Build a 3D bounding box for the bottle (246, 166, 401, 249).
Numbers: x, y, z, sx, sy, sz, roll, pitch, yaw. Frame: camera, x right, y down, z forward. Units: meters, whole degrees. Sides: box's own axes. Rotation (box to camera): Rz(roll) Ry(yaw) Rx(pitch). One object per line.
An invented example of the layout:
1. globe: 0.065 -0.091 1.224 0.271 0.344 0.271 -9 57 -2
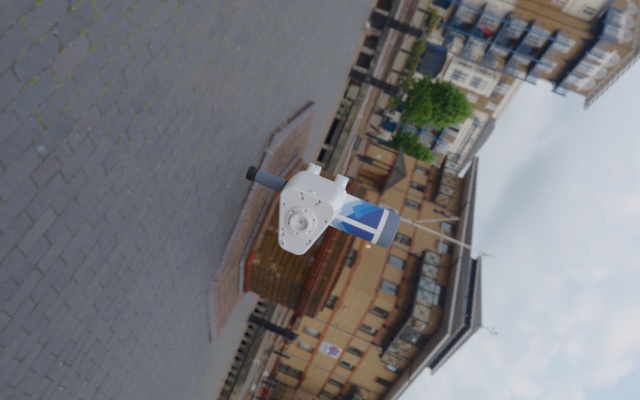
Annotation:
1. bottle: 0.000 0.003 0.890 0.295 0.069 0.069 23 2 4
